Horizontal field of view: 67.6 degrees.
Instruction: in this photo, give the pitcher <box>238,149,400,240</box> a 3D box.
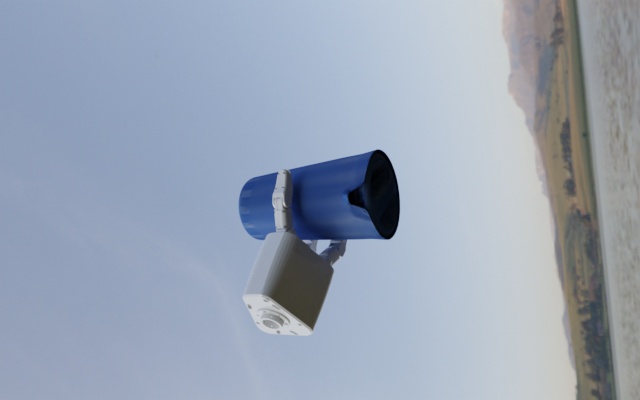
[{"bbox_3d":[0.000,0.003,0.763,0.243,0.145,0.149,-6,-44,29],"label":"pitcher"}]
